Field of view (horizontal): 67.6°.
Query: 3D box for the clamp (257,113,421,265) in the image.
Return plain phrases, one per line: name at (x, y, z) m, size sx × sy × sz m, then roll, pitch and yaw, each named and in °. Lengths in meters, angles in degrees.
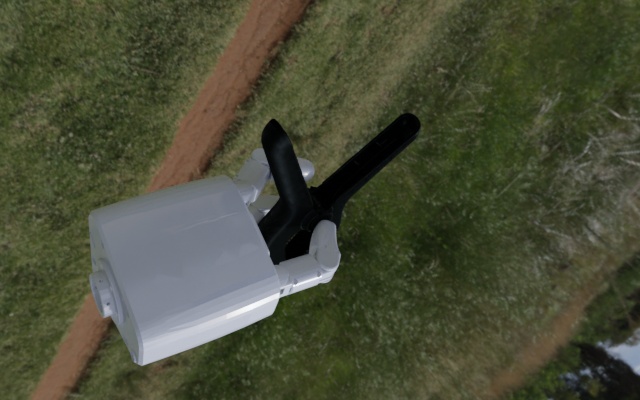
clamp at (0.000, 0.002, 0.444) m, size 0.164 × 0.036 × 0.210 m, roll -15°, pitch -36°, yaw -33°
